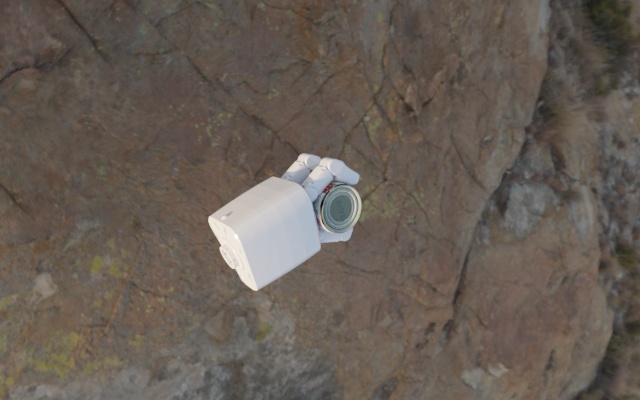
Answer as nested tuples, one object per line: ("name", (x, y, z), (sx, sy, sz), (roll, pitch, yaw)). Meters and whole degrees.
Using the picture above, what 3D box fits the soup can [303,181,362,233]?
("soup can", (0.001, 0.002, 0.659), (0.068, 0.068, 0.102), (0, 10, -34))
